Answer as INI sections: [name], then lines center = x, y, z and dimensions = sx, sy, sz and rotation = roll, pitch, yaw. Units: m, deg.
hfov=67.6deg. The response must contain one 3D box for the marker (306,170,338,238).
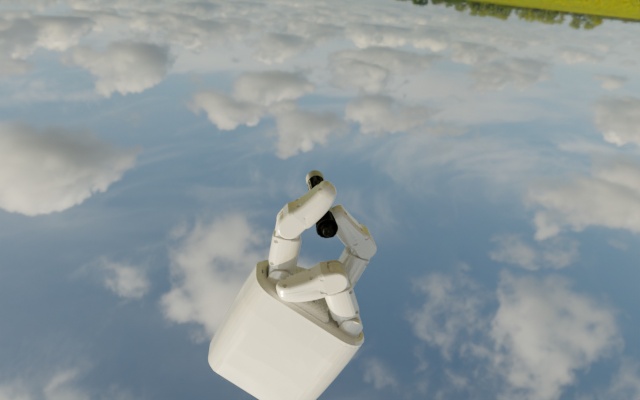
[marker]
center = 0.000, 0.001, 0.449
dimensions = 0.020, 0.020, 0.121
rotation = 0, 24, -7
